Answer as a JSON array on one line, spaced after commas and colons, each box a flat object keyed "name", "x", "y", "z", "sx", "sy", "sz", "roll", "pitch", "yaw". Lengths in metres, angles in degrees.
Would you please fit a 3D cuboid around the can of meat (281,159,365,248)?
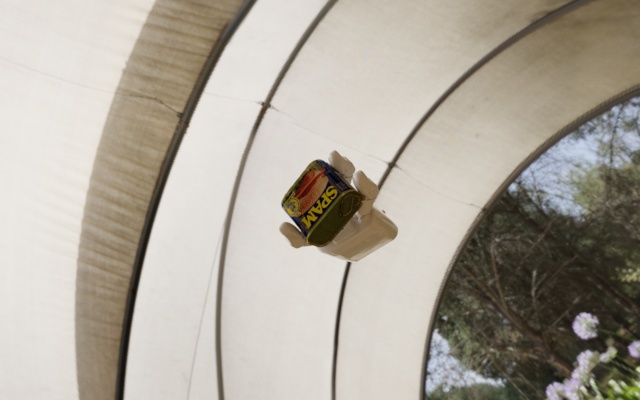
[{"name": "can of meat", "x": 0.000, "y": 0.002, "z": 0.699, "sx": 0.084, "sy": 0.102, "sz": 0.057, "roll": 48, "pitch": 14, "yaw": 34}]
